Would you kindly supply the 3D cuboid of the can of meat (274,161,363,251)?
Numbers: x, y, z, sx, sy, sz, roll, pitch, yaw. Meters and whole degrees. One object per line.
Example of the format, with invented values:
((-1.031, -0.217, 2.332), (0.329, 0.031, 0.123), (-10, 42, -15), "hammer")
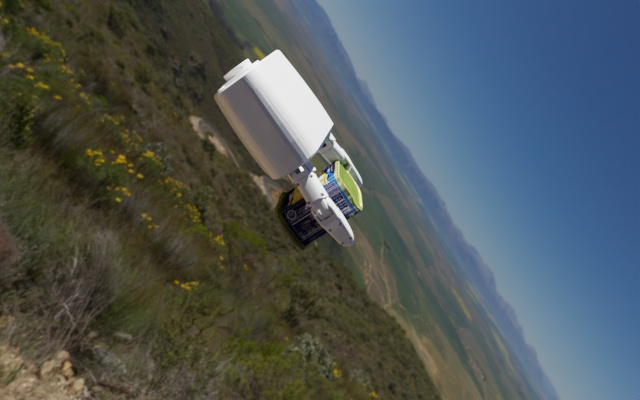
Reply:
((0.000, 0.002, 0.557), (0.084, 0.057, 0.102), (-33, 13, 11), "can of meat")
